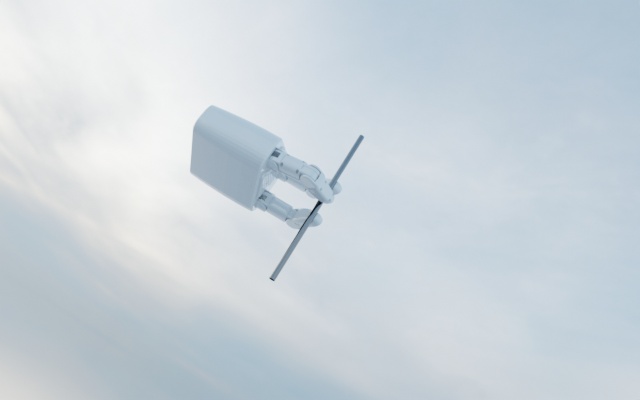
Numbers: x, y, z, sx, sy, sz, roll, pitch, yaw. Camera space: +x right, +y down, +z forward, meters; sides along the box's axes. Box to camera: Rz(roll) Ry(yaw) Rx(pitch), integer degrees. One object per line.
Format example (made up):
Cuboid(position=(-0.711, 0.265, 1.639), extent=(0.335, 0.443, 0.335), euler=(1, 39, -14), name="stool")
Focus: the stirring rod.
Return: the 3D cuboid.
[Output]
Cuboid(position=(0.000, 0.002, 0.618), extent=(0.011, 0.239, 0.011), euler=(26, -26, 14), name="stirring rod")
